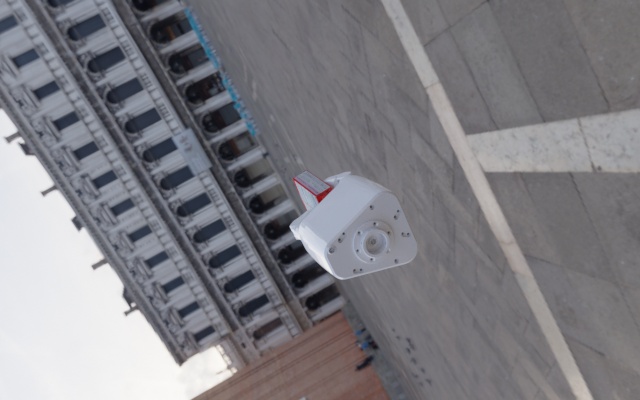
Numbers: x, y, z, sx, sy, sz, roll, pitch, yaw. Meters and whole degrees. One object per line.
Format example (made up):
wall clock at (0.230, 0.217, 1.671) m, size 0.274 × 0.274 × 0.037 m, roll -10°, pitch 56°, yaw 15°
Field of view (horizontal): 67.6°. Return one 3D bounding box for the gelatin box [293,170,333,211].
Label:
gelatin box at (0.000, 0.002, 0.706) m, size 0.030 × 0.073 × 0.089 m, roll -32°, pitch 31°, yaw -14°
